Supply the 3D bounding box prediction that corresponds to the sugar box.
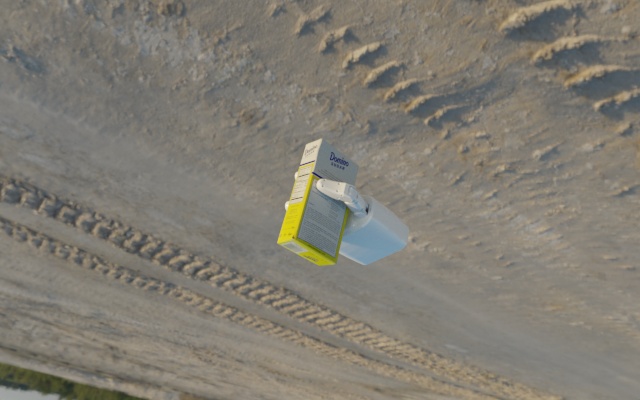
[{"bbox_3d":[0.000,0.003,0.746,0.093,0.176,0.048,34,-33,-34],"label":"sugar box"}]
